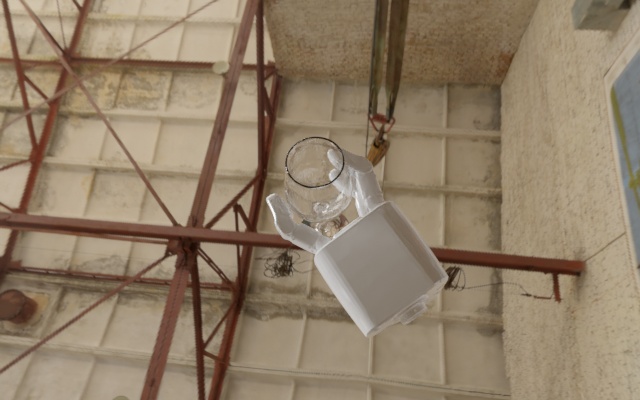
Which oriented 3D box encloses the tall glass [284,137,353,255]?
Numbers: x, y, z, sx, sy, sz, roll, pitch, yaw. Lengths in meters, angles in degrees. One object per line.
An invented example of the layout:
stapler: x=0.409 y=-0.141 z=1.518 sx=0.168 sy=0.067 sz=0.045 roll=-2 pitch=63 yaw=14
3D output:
tall glass: x=0.000 y=0.002 z=0.582 sx=0.079 sy=0.079 sz=0.201 roll=0 pitch=-25 yaw=4
